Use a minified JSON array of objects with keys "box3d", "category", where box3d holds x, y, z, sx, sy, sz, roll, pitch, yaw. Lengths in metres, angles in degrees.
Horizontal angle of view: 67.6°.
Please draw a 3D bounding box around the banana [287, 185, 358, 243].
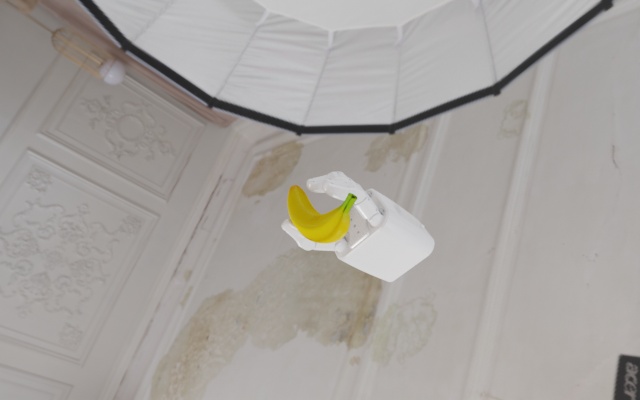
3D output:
[{"box3d":[-0.006,0.019,0.640,0.037,0.069,0.198,26,-6,-26],"category":"banana"}]
